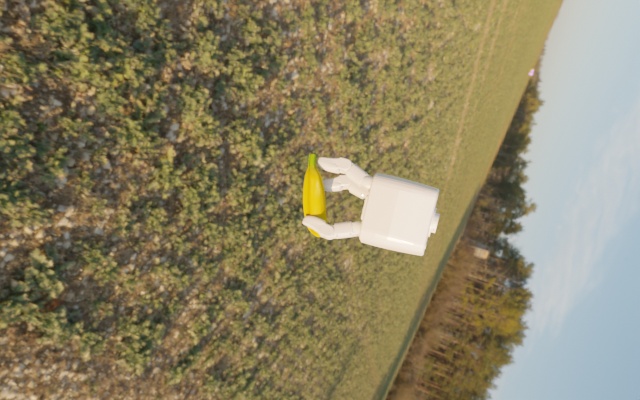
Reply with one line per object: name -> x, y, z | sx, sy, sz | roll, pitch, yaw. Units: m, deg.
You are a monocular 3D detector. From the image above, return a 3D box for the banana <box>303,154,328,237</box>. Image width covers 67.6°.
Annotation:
banana -> -0.005, 0.014, 0.839 | 0.037, 0.069, 0.198 | 10, -42, 13
